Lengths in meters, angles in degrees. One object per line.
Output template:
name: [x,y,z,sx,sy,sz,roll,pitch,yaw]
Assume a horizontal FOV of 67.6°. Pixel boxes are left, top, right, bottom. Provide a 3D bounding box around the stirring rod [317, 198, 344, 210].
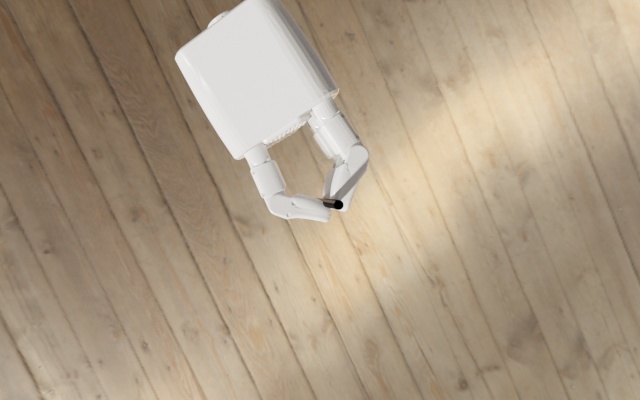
stirring rod: [0.000,0.002,0.493,0.011,0.011,0.239,0,1,-7]
